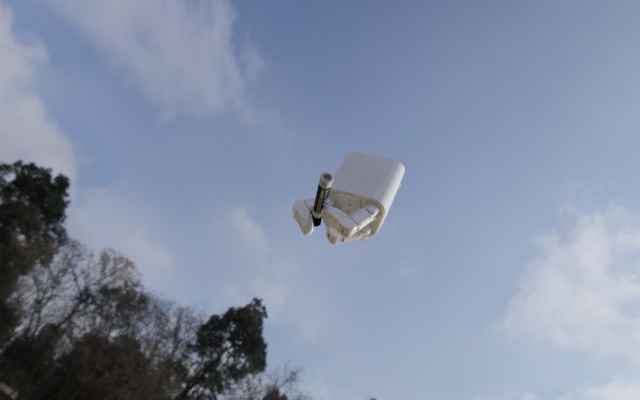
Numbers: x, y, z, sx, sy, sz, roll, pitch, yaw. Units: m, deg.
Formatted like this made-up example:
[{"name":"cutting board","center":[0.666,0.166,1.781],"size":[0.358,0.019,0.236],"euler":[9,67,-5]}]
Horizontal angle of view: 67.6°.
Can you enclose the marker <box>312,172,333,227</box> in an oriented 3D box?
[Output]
[{"name":"marker","center":[0.000,0.002,0.728],"size":[0.020,0.020,0.121],"euler":[0,-36,-11]}]
